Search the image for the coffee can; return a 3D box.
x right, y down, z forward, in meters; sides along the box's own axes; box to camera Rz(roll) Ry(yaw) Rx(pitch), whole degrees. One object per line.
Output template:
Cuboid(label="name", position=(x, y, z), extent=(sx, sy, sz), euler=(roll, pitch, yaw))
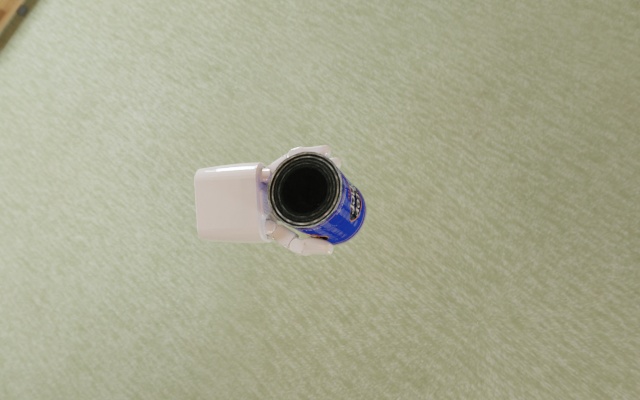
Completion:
Cuboid(label="coffee can", position=(0.000, 0.002, 0.670), extent=(0.103, 0.102, 0.140), euler=(0, -14, 18))
